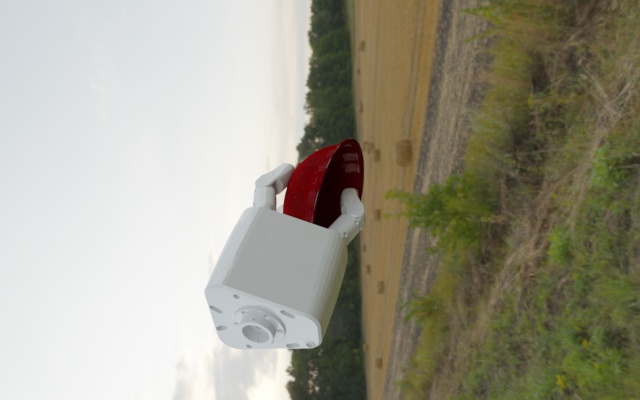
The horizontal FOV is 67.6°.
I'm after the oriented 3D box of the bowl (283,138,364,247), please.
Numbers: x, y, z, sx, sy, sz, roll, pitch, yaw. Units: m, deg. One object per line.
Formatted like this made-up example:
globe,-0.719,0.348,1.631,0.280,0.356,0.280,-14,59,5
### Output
bowl,0.000,0.001,0.570,0.055,0.162,0.162,13,5,21
